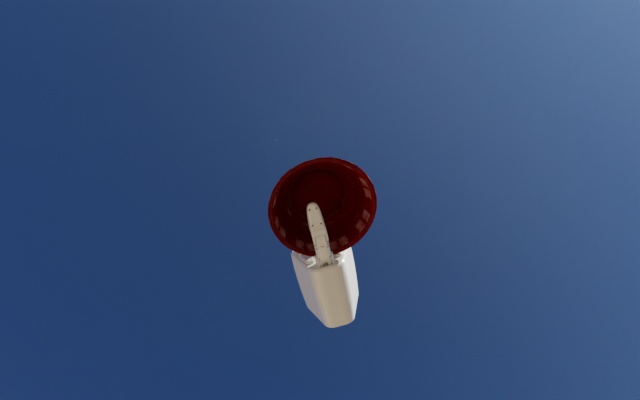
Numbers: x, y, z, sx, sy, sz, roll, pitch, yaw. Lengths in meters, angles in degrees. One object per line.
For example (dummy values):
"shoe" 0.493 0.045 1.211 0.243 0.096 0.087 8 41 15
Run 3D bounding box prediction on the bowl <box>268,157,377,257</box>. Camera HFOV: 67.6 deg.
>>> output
"bowl" 0.000 0.001 0.718 0.162 0.162 0.055 0 26 -10
